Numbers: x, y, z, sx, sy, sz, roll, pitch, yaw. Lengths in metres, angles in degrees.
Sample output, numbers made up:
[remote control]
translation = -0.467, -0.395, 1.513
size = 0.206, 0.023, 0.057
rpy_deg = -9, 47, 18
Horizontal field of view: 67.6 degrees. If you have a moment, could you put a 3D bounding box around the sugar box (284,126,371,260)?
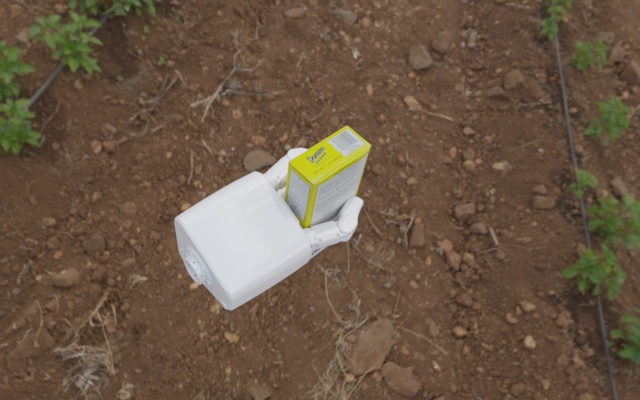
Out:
[sugar box]
translation = 0.000, 0.002, 0.575
size = 0.093, 0.048, 0.176
rpy_deg = -34, -23, -30
